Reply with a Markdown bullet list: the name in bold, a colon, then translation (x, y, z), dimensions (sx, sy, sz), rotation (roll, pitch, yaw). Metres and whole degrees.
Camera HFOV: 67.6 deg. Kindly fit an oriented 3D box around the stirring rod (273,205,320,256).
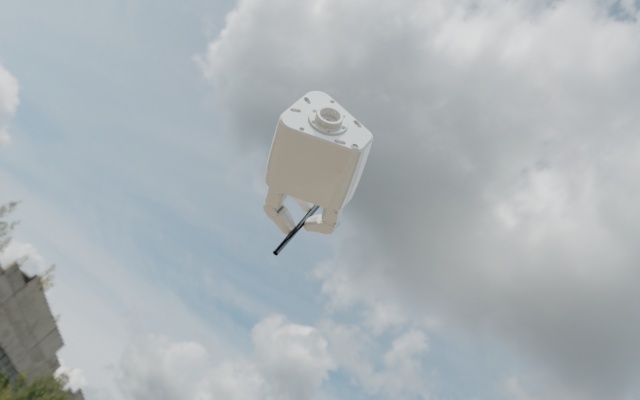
- **stirring rod**: translation (0.000, 0.002, 0.720), dimensions (0.011, 0.011, 0.239), rotation (0, 35, 38)
